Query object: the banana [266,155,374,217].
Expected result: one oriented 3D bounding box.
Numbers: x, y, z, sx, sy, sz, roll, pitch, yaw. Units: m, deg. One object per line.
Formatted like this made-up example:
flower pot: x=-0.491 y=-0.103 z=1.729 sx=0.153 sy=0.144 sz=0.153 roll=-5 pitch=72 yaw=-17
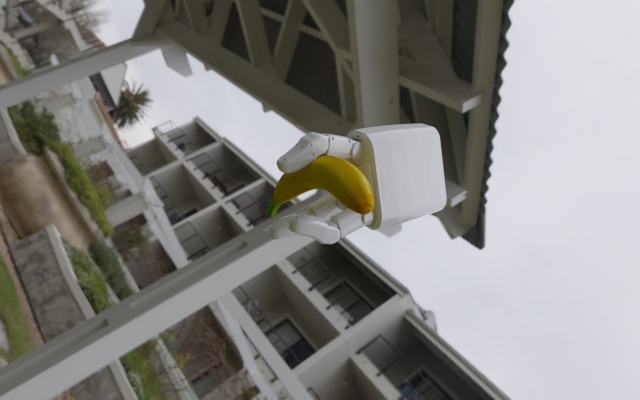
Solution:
banana: x=0.000 y=-0.017 z=0.521 sx=0.037 sy=0.069 sz=0.198 roll=7 pitch=-7 yaw=-31
